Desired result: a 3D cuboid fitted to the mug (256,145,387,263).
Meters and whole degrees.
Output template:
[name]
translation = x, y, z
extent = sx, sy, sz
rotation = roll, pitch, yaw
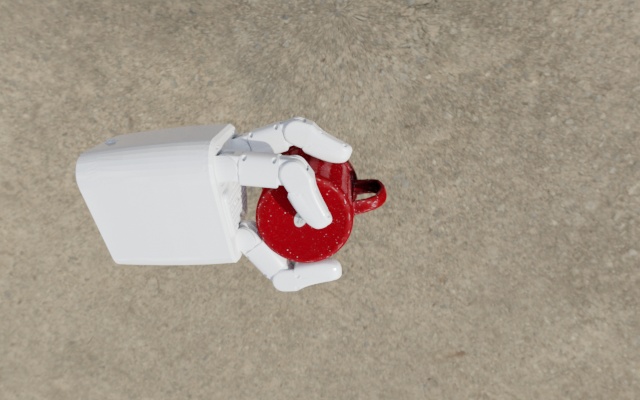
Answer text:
[mug]
translation = 0.002, 0.001, 0.423
extent = 0.117, 0.093, 0.081
rotation = -5, 21, 5
